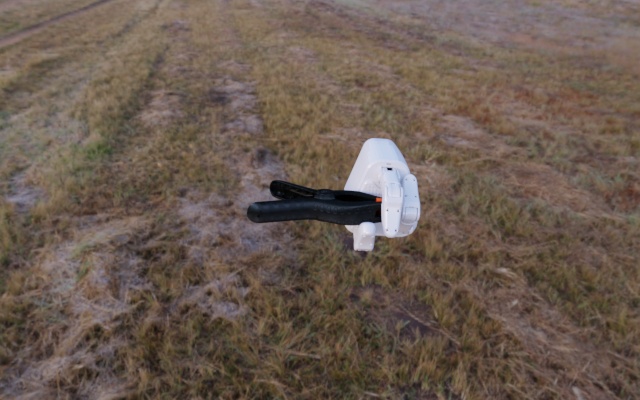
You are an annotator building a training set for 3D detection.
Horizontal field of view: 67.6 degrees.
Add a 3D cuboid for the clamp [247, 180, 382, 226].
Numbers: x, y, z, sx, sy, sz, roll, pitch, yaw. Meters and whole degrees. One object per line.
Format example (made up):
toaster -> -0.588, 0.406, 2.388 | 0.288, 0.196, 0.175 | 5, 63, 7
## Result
clamp -> 0.000, 0.001, 0.602 | 0.171, 0.039, 0.120 | 4, 24, -2
